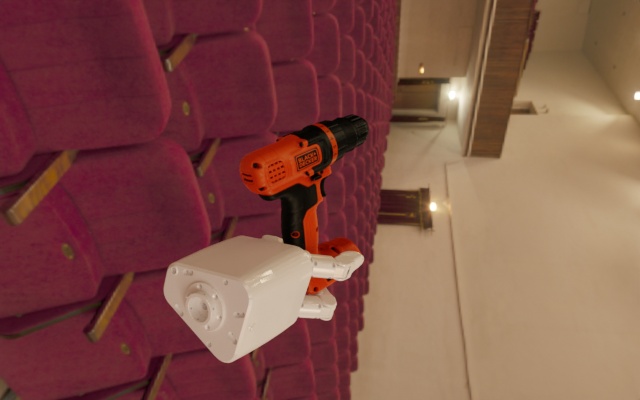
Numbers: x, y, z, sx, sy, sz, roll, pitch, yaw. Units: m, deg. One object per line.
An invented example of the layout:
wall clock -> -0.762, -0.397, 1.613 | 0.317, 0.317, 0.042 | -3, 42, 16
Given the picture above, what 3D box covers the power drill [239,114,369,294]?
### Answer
power drill -> 0.000, 0.002, 0.577 | 0.184, 0.188, 0.057 | -27, 25, -34
